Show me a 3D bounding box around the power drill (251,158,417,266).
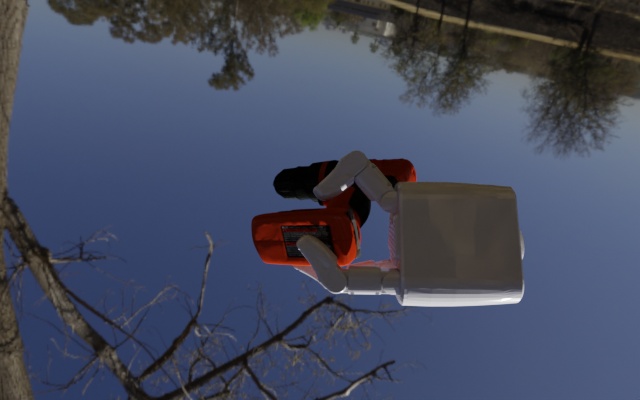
[{"bbox_3d":[0.000,0.002,0.530,0.184,0.057,0.187,-4,23,25],"label":"power drill"}]
